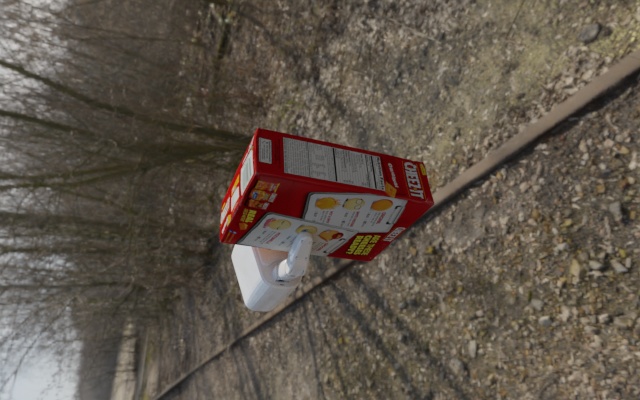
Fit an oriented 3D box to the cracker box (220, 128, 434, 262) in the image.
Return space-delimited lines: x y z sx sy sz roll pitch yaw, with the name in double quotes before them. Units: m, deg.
"cracker box" 0.000 0.002 0.584 0.214 0.072 0.164 9 -34 -21
